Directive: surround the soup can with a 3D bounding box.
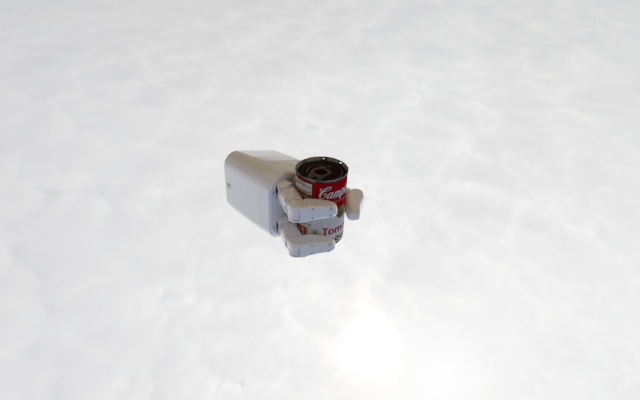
[{"bbox_3d":[0.001,0.002,0.628,0.068,0.102,0.068,2,31,-1],"label":"soup can"}]
